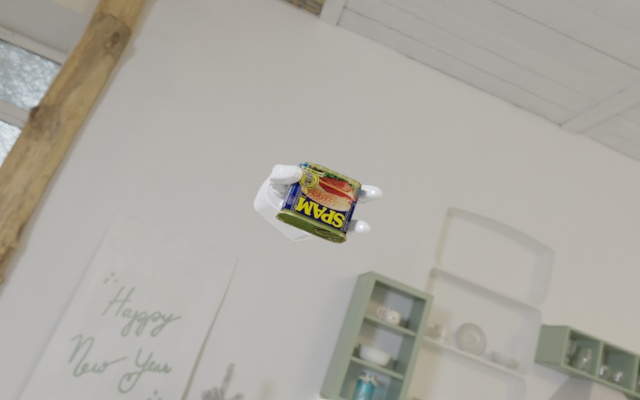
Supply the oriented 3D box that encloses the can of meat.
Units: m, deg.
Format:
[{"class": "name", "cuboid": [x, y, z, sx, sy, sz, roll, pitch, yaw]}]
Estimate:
[{"class": "can of meat", "cuboid": [0.000, 0.002, 0.672, 0.102, 0.084, 0.057, 23, -18, -9]}]
